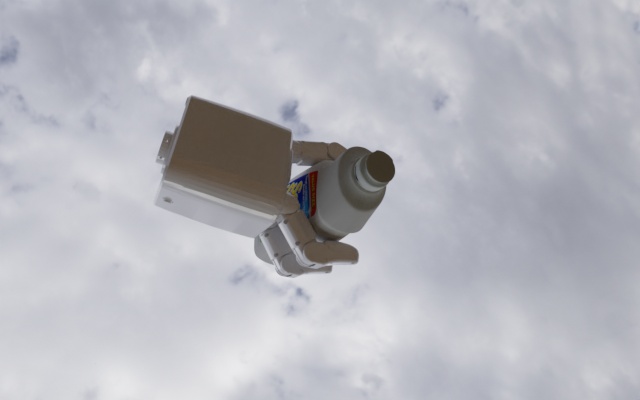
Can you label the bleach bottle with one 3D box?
[{"bbox_3d":[0.000,0.002,0.500,0.068,0.102,0.251,19,-24,-18],"label":"bleach bottle"}]
